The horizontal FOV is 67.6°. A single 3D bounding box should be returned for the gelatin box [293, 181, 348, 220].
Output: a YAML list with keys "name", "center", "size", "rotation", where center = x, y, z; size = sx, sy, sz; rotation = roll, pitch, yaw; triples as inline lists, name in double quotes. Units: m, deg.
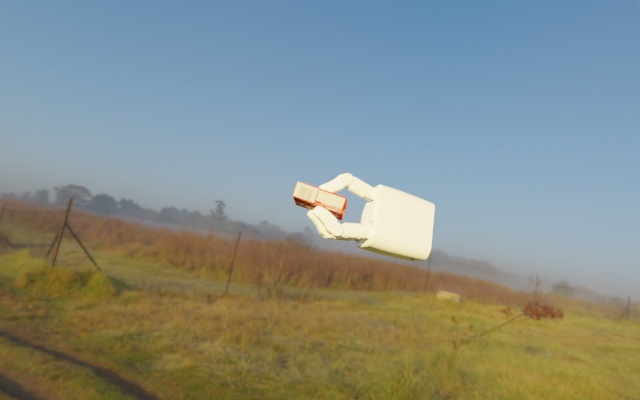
- name: "gelatin box"
  center: [0.000, 0.002, 0.806]
  size: [0.089, 0.030, 0.073]
  rotation: [19, -11, 5]
